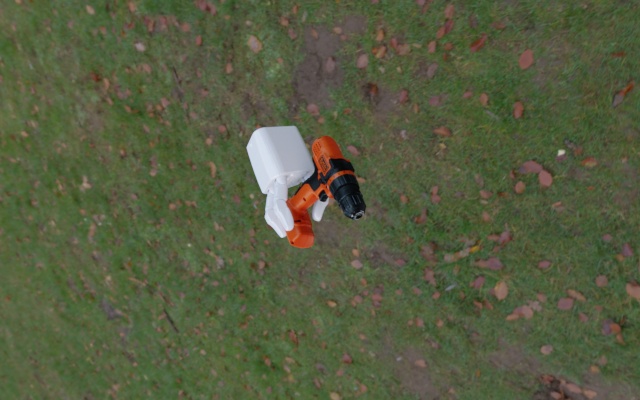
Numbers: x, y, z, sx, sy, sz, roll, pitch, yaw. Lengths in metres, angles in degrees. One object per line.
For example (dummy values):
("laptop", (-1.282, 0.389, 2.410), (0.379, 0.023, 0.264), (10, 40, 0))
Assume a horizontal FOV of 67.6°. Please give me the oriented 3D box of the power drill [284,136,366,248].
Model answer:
("power drill", (0.000, 0.003, 0.875), (0.057, 0.184, 0.188), (10, -47, -35))
